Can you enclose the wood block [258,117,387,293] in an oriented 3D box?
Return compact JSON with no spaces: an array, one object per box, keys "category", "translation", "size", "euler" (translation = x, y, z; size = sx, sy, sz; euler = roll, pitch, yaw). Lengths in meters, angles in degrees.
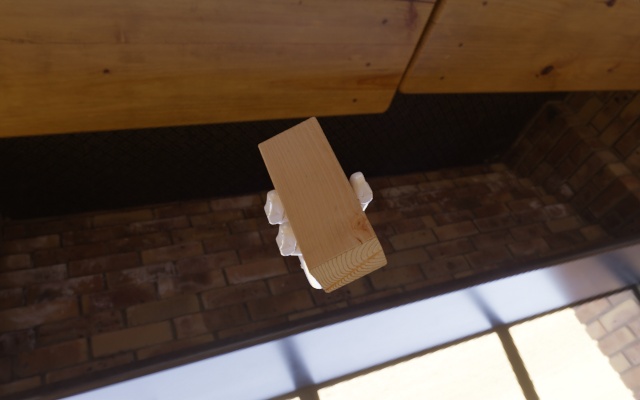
[{"category":"wood block","translation":[0.001,0.002,0.637],"size":[0.091,0.206,0.090],"euler":[-26,-32,2]}]
